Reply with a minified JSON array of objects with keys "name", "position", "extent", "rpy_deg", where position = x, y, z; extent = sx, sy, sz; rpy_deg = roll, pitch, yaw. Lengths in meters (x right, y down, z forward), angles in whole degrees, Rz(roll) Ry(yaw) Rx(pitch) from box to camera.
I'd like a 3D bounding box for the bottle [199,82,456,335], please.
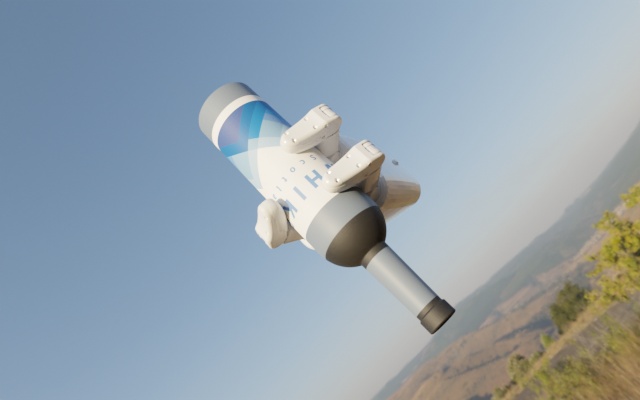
[{"name":"bottle","position":[0.000,0.001,0.431],"extent":[0.295,0.069,0.069],"rpy_deg":[44,21,23]}]
